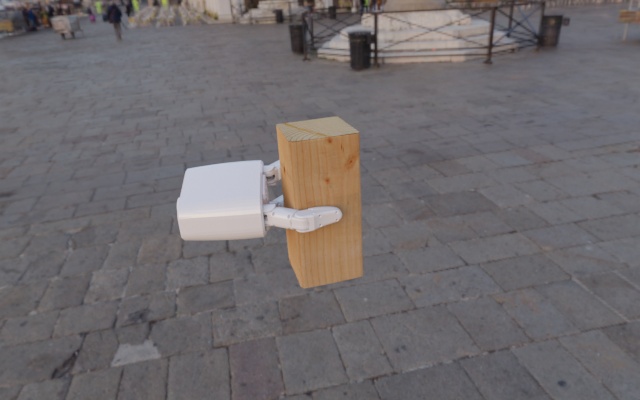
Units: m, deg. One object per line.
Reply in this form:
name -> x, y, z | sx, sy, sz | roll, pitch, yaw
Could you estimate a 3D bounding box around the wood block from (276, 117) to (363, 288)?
wood block -> 0.000, 0.002, 0.647 | 0.090, 0.206, 0.090 | -9, 25, -13
